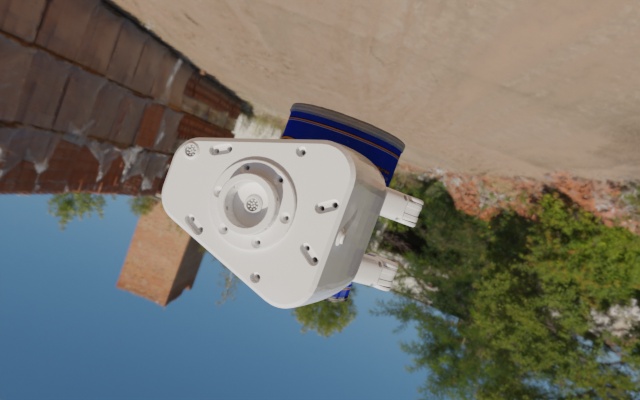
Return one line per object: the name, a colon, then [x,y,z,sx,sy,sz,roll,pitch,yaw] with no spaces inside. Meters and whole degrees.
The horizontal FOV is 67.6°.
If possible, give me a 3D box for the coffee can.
coffee can: [0.000,0.001,0.410,0.103,0.140,0.103,20,2,-1]
